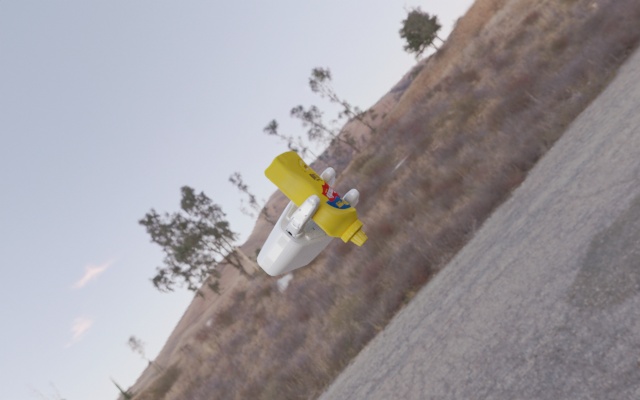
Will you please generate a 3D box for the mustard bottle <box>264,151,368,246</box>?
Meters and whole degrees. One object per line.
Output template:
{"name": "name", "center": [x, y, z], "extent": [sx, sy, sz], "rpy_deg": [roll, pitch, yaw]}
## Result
{"name": "mustard bottle", "center": [0.000, 0.002, 0.771], "extent": [0.191, 0.058, 0.096], "rpy_deg": [44, 16, 8]}
